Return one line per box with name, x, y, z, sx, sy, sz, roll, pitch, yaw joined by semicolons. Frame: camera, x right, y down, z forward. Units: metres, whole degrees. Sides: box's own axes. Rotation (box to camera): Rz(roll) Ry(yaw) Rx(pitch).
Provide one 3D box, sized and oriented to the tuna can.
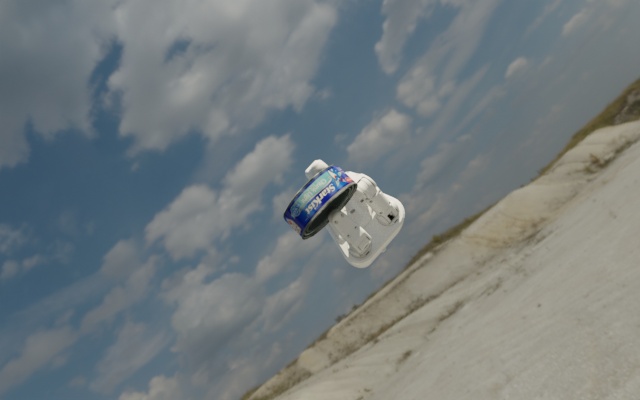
tuna can;0.000;0.001;0.528;0.033;0.086;0.086;44;11;12
